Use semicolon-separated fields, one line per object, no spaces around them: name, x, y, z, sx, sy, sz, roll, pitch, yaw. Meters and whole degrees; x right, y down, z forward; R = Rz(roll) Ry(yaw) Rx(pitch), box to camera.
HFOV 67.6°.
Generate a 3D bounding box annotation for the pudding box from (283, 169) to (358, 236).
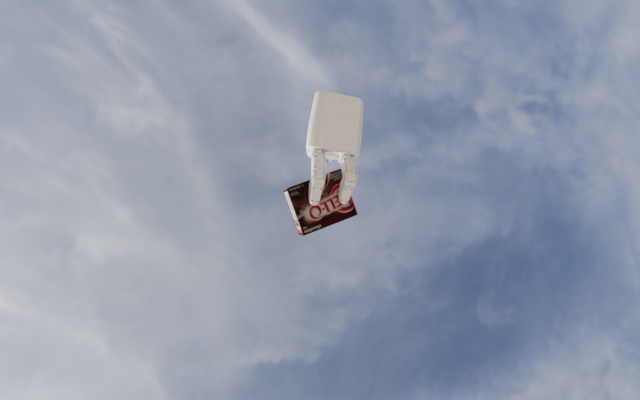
pudding box;0.000;0.003;0.860;0.113;0.090;0.039;-21;3;-15
